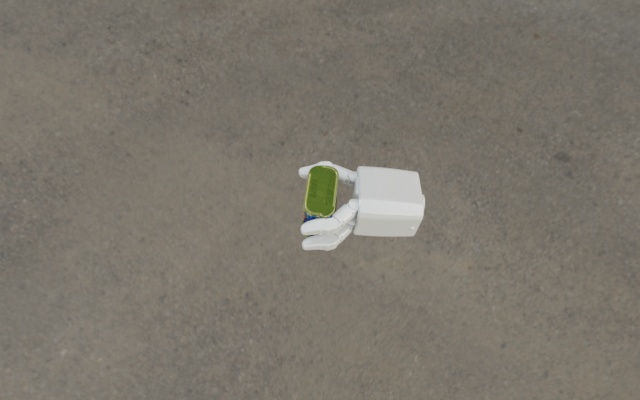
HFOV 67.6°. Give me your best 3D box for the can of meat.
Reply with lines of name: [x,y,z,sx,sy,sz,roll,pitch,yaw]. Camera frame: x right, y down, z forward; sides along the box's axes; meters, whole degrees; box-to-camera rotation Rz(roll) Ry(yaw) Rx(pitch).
can of meat: [0.000,0.002,0.805,0.057,0.102,0.084,7,-29,1]
